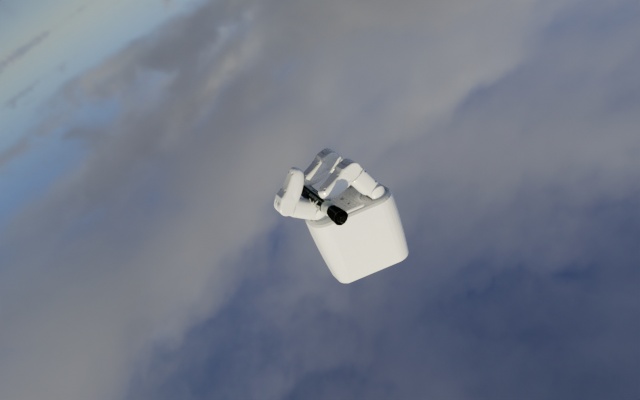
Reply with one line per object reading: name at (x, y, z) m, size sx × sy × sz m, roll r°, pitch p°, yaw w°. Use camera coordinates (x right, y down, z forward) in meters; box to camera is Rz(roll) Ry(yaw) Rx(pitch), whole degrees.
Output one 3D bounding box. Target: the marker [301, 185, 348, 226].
marker at (0.000, 0.002, 0.589) m, size 0.020 × 0.020 × 0.121 m, roll 0°, pitch 19°, yaw -27°
